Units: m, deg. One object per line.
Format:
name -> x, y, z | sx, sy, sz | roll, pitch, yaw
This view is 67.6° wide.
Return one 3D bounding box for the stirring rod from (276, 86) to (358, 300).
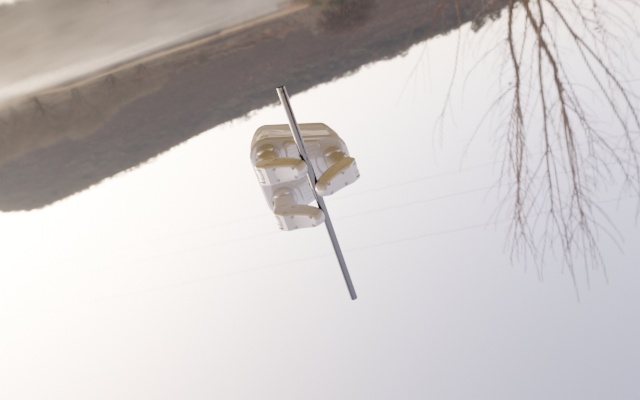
stirring rod -> 0.000, 0.001, 0.483 | 0.011, 0.240, 0.011 | -17, 21, 7
